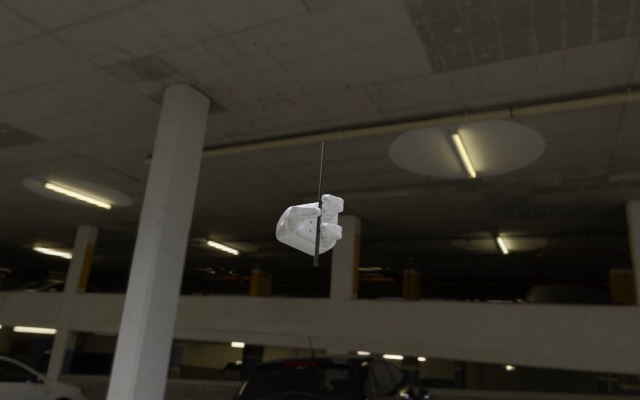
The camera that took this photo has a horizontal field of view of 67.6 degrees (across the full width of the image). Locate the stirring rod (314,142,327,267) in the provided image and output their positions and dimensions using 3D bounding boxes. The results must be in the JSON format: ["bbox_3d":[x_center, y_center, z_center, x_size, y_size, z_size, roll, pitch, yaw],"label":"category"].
[{"bbox_3d":[0.000,0.003,0.884,0.011,0.239,0.011,4,-17,1],"label":"stirring rod"}]
